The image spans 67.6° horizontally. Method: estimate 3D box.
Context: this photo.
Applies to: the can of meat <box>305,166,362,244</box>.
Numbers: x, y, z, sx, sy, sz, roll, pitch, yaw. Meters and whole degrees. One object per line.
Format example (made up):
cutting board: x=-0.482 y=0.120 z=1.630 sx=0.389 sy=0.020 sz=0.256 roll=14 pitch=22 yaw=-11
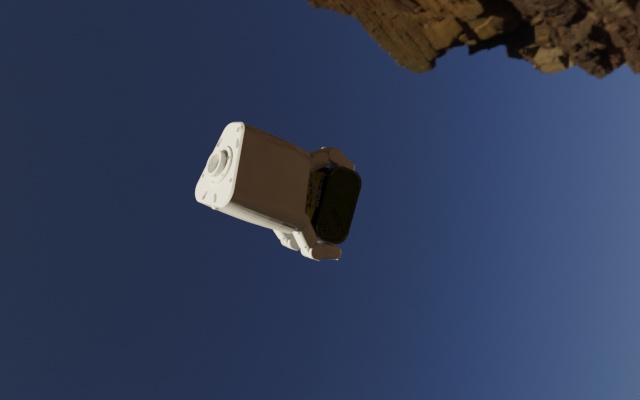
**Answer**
can of meat: x=0.000 y=0.002 z=0.664 sx=0.057 sy=0.102 sz=0.084 roll=18 pitch=-5 yaw=-40
